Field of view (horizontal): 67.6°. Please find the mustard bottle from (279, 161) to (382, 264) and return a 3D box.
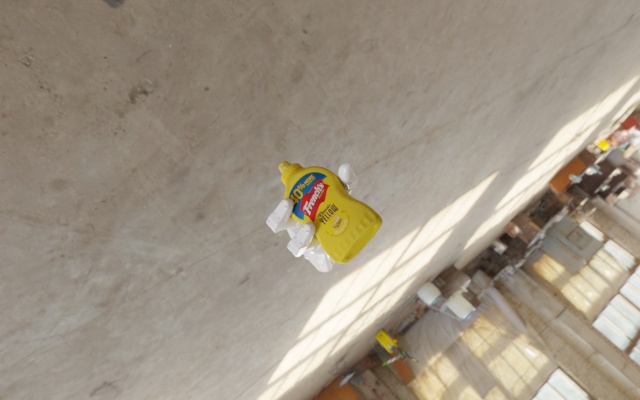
[{"bbox_3d":[0.000,0.003,0.753,0.191,0.096,0.058,45,11,24],"label":"mustard bottle"}]
